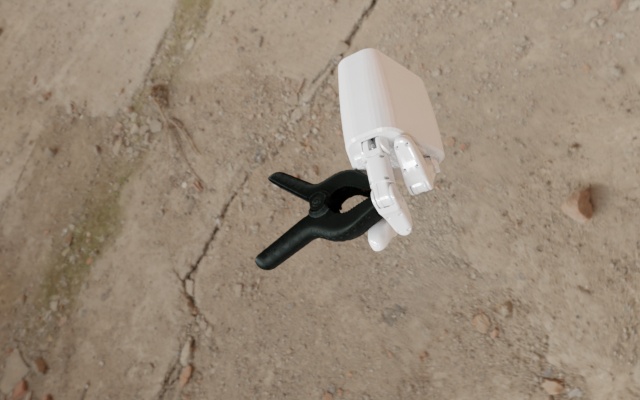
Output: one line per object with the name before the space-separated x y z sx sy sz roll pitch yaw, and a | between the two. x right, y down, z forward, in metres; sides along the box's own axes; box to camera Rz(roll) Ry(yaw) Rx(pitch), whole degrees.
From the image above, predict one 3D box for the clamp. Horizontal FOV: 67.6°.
clamp | 0.000 0.002 0.520 0.171 0.120 0.039 -19 -29 24
